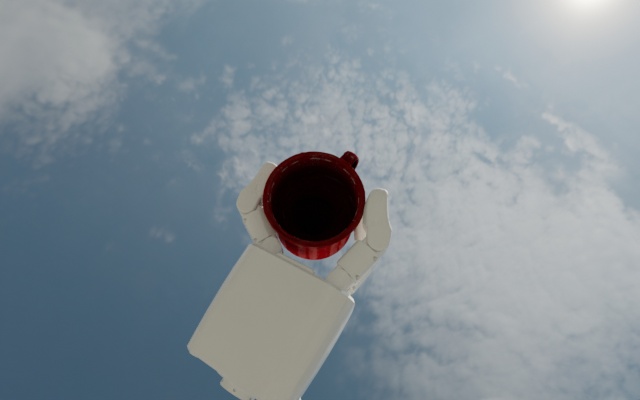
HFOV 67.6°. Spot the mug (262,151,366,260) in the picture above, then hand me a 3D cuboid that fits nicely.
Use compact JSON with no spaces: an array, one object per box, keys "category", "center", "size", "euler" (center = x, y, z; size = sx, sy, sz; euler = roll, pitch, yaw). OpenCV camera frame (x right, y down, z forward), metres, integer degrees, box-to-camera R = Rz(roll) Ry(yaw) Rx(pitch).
[{"category":"mug","center":[0.001,0.000,0.471],"size":[0.093,0.117,0.081],"euler":[31,-17,10]}]
